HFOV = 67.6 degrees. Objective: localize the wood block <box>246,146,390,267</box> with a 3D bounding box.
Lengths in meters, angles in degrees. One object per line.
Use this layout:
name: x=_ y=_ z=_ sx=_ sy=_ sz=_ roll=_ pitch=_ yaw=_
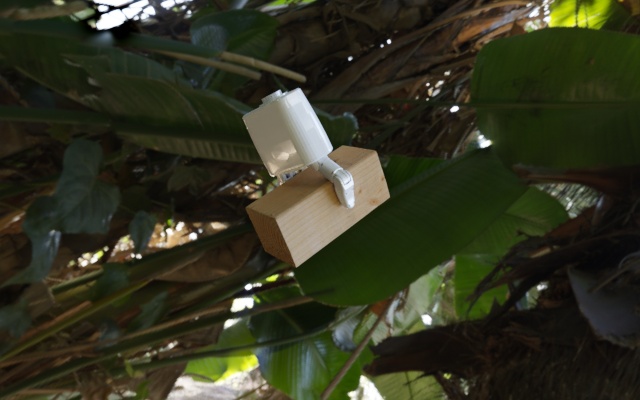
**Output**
wood block: x=0.000 y=0.002 z=0.757 sx=0.206 sy=0.090 sz=0.091 roll=-35 pitch=30 yaw=-26
